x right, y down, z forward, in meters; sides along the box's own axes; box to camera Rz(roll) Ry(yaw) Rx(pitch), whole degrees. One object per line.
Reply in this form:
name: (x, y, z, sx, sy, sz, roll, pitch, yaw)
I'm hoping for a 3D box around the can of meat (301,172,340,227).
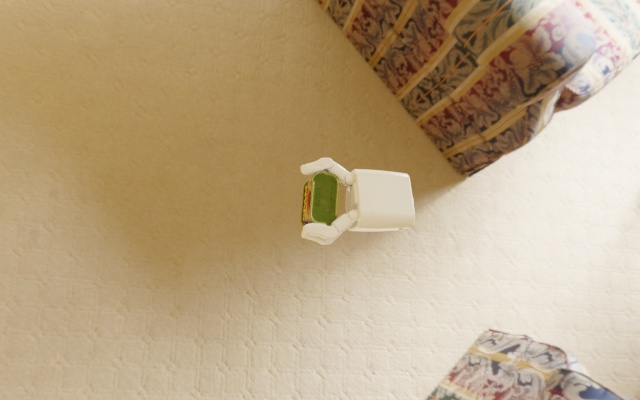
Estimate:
can of meat: (0.000, 0.003, 0.883, 0.057, 0.102, 0.084, 6, -10, -11)
